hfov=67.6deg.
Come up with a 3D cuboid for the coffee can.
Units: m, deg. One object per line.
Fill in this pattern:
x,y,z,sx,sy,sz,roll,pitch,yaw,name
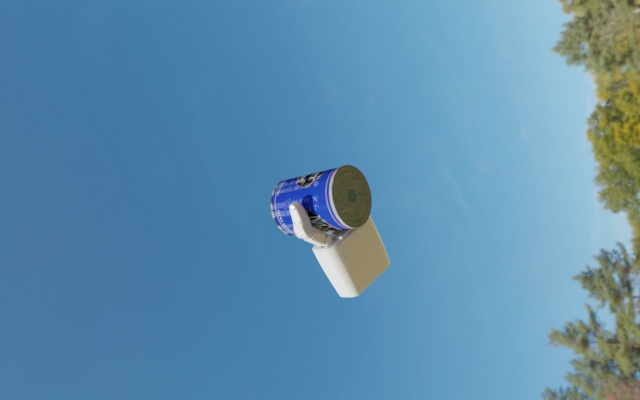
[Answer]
0.000,0.002,0.806,0.140,0.103,0.103,-10,-7,41,coffee can
